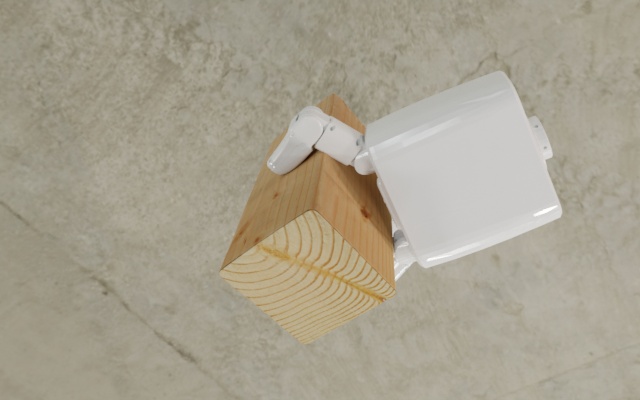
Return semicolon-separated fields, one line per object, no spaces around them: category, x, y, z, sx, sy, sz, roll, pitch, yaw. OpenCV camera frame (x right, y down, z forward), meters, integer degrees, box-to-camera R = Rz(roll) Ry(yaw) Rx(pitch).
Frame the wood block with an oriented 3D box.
wood block;0.000;0.001;0.408;0.090;0.091;0.206;-35;23;24
